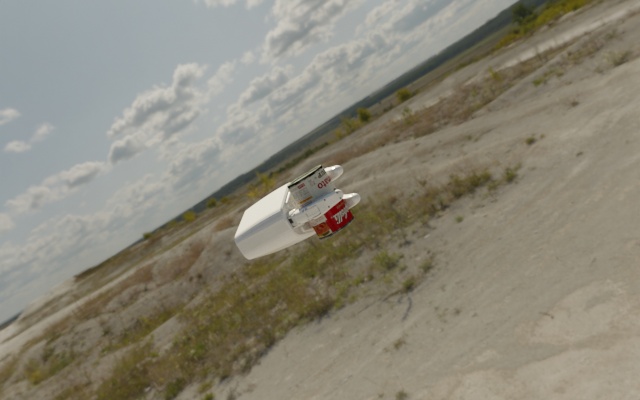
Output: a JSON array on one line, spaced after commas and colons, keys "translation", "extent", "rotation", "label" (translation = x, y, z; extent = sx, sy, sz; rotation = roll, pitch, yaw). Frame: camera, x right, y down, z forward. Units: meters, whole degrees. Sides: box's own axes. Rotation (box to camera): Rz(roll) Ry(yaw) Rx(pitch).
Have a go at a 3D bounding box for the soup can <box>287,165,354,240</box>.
[{"translation": [0.000, 0.002, 0.772], "extent": [0.068, 0.102, 0.068], "rotation": [-31, 8, 5], "label": "soup can"}]
